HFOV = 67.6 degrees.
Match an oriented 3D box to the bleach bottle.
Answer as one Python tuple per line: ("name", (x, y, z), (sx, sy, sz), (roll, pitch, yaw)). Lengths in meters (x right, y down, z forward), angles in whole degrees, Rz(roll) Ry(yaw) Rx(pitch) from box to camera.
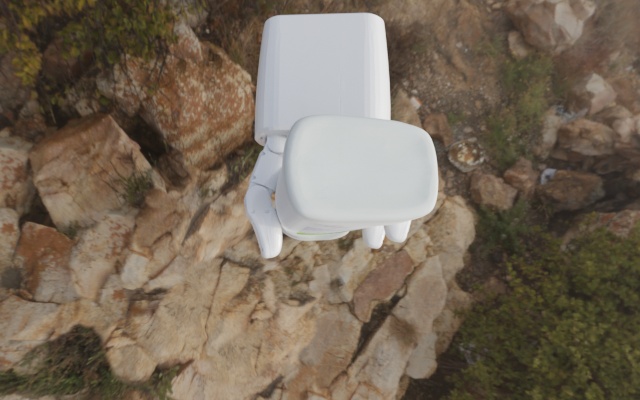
("bleach bottle", (0.000, 0.001, 0.407), (0.102, 0.068, 0.251), (2, -10, -14))
